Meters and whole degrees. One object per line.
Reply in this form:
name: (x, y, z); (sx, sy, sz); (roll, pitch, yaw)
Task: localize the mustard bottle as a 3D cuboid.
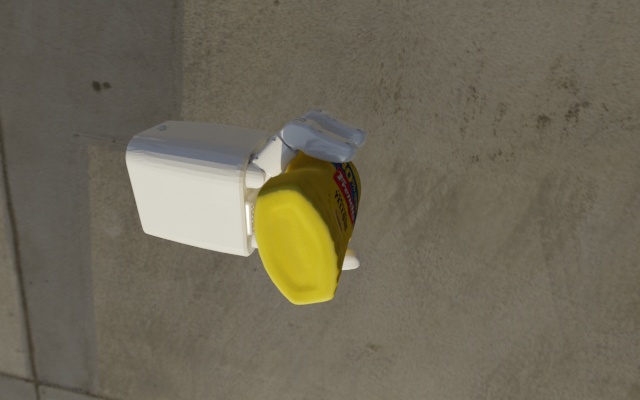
mustard bottle: (0.000, 0.001, 0.420); (0.058, 0.096, 0.191); (-13, 18, 16)
